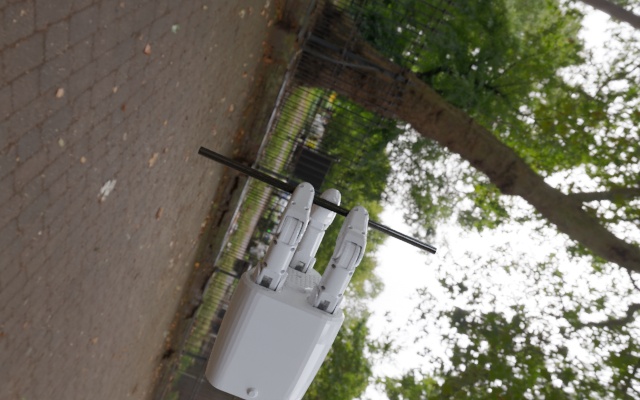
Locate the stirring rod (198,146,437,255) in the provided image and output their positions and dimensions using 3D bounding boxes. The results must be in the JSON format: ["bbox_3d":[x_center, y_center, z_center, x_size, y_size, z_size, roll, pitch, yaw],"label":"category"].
[{"bbox_3d":[0.000,0.001,0.446,0.239,0.011,0.011,23,-3,-6],"label":"stirring rod"}]
